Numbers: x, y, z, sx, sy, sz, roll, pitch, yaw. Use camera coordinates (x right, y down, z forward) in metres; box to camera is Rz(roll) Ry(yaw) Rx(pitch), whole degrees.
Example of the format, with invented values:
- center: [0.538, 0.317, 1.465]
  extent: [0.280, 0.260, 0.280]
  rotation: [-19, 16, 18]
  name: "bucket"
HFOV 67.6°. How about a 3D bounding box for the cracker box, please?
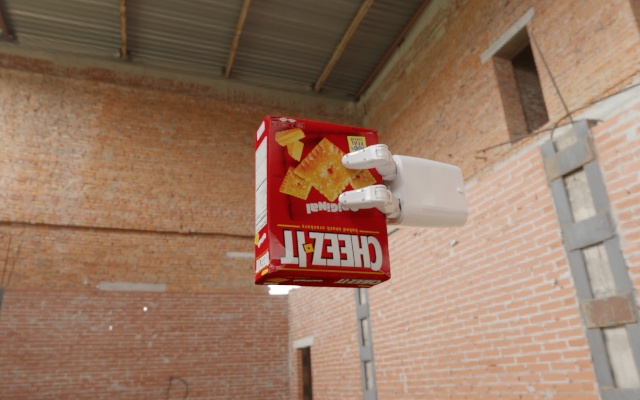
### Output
- center: [0.000, 0.002, 0.630]
  extent: [0.164, 0.213, 0.072]
  rotation: [5, -22, -21]
  name: "cracker box"
